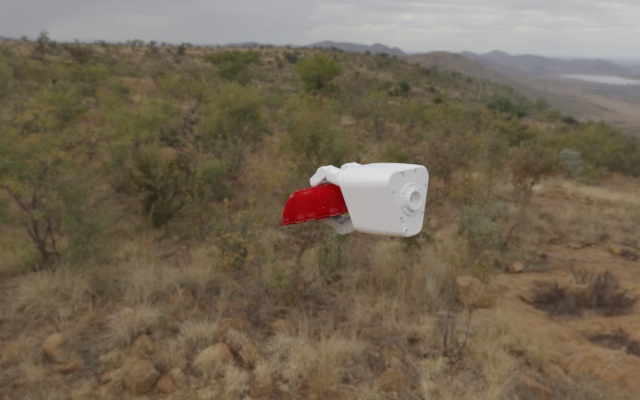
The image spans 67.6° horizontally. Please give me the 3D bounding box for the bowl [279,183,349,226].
[{"bbox_3d":[-0.001,0.003,0.853,0.162,0.055,0.162,-12,0,0],"label":"bowl"}]
